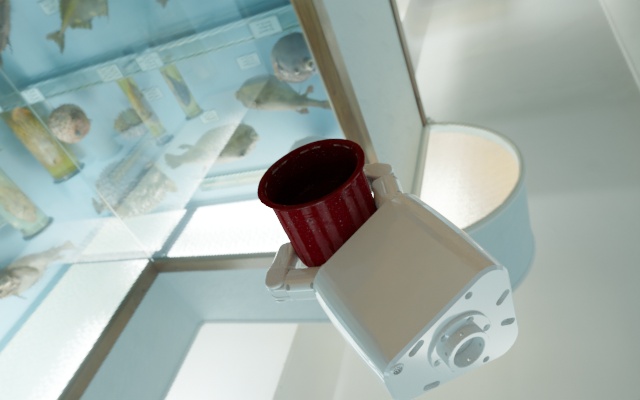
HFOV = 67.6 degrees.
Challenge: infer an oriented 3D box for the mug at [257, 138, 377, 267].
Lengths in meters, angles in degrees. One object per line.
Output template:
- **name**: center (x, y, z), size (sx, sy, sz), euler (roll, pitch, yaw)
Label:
- **mug**: center (-0.001, 0.001, 0.419), size (0.093, 0.081, 0.117), euler (-30, 35, -9)
